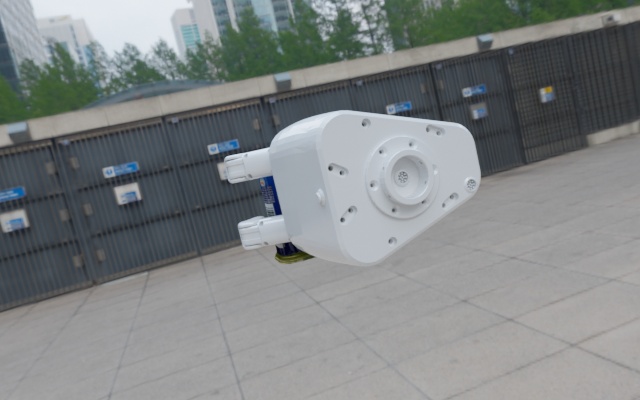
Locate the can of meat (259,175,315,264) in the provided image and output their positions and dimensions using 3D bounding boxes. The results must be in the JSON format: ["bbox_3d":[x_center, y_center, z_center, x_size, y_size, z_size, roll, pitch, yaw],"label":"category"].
[{"bbox_3d":[0.000,0.001,0.428,0.102,0.084,0.057,-15,6,-15],"label":"can of meat"}]
